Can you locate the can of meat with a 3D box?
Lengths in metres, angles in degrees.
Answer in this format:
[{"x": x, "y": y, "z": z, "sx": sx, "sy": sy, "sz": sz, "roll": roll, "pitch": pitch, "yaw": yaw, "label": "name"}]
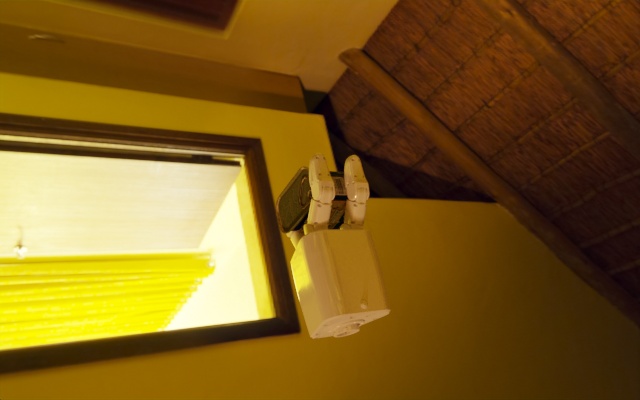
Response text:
[{"x": 0.000, "y": 0.002, "z": 0.641, "sx": 0.084, "sy": 0.057, "sz": 0.102, "roll": 2, "pitch": -33, "yaw": -32, "label": "can of meat"}]
